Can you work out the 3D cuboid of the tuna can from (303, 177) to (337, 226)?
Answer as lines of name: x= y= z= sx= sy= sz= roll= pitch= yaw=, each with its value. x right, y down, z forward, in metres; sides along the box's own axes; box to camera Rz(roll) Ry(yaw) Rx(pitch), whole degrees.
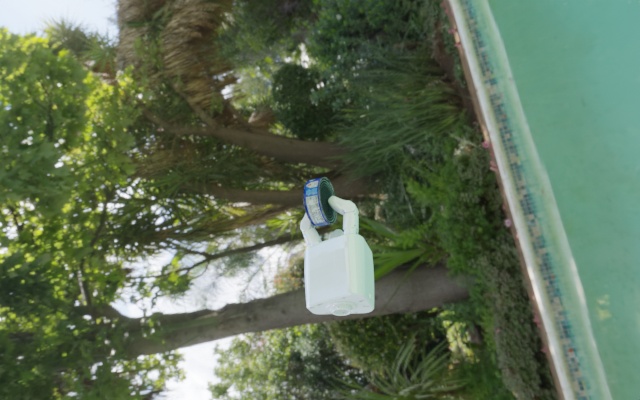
tuna can: x=0.000 y=0.003 z=0.857 sx=0.034 sy=0.086 sz=0.086 roll=-11 pitch=-4 yaw=20
